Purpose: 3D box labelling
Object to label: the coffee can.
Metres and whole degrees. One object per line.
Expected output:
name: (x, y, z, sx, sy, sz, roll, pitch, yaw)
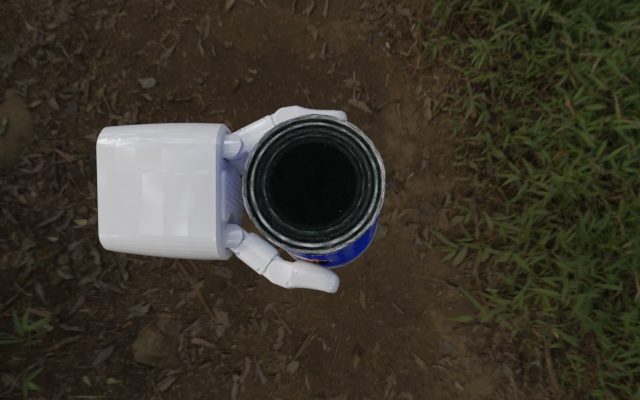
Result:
coffee can: (0.000, 0.001, 0.402, 0.103, 0.102, 0.140, 0, -12, 4)
